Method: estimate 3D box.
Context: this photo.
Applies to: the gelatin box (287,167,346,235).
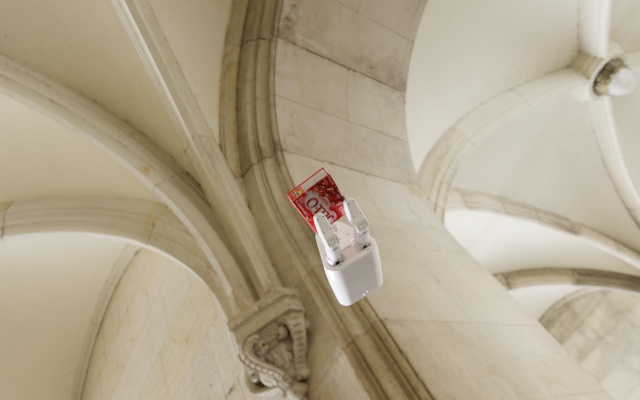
[{"bbox_3d":[0.000,0.002,0.765,0.073,0.089,0.030,-36,38,-1],"label":"gelatin box"}]
